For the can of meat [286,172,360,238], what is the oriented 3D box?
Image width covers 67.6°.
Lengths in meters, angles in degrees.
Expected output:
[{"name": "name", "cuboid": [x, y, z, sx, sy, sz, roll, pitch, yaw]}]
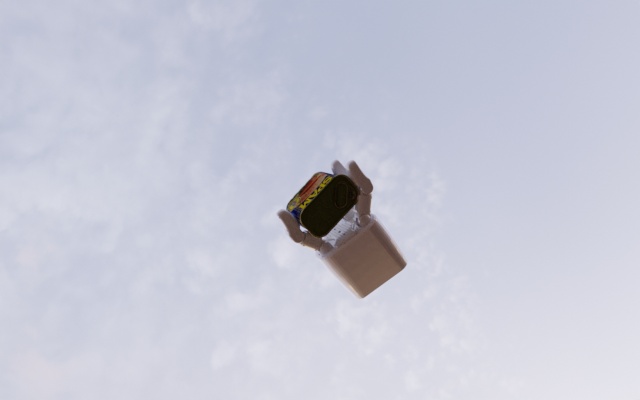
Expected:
[{"name": "can of meat", "cuboid": [0.000, 0.002, 0.756, 0.057, 0.102, 0.084, 47, -10, -22]}]
